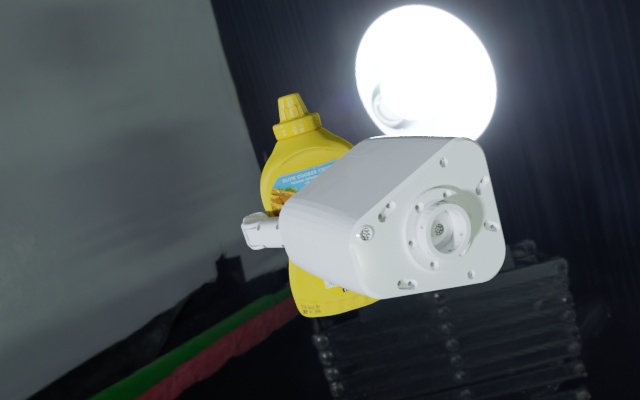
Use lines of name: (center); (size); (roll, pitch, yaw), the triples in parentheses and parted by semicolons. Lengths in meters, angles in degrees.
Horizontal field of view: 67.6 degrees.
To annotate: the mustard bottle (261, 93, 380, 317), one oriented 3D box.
mustard bottle: (0.000, 0.002, 0.421); (0.096, 0.192, 0.058); (-17, 12, 3)
